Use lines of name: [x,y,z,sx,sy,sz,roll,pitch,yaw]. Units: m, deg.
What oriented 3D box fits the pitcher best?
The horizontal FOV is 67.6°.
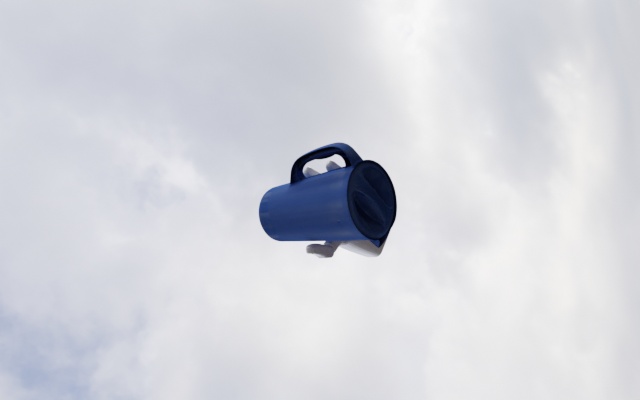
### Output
pitcher: [0.000,0.003,0.848,0.243,0.149,0.145,-9,-26,42]
